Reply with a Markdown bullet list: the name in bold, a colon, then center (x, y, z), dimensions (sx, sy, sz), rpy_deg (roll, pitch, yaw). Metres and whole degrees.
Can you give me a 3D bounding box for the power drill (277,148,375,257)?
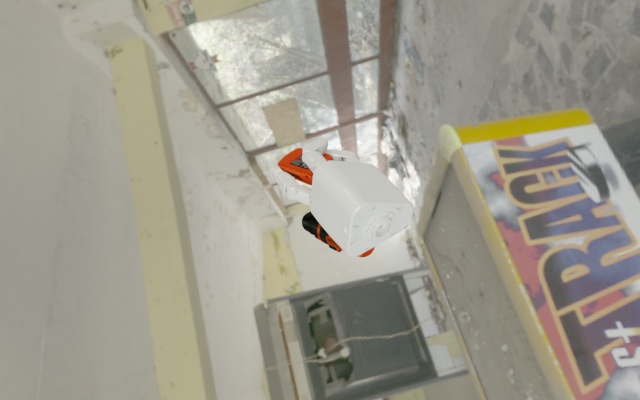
- **power drill**: center (0.000, 0.002, 0.812), dimensions (0.057, 0.188, 0.184), rpy_deg (-42, 33, -22)
